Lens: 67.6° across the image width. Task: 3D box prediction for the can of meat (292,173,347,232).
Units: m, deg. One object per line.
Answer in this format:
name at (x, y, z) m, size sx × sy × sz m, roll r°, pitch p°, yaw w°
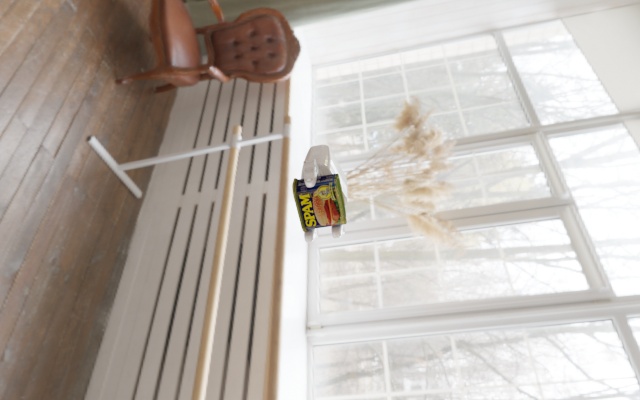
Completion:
can of meat at (0.000, 0.003, 0.893) m, size 0.084 × 0.102 × 0.057 m, roll -8°, pitch 27°, yaw 9°
